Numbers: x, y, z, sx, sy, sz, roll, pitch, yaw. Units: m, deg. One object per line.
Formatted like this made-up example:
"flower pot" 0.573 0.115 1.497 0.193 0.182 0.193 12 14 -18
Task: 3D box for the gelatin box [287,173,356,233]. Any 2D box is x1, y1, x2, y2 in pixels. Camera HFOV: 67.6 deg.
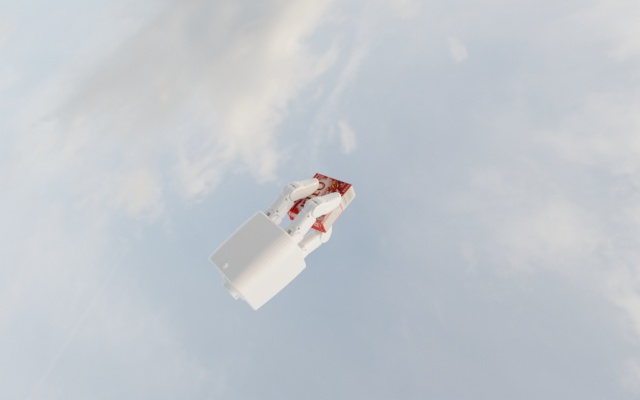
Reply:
"gelatin box" 0.000 0.003 0.753 0.073 0.089 0.030 20 -32 35
